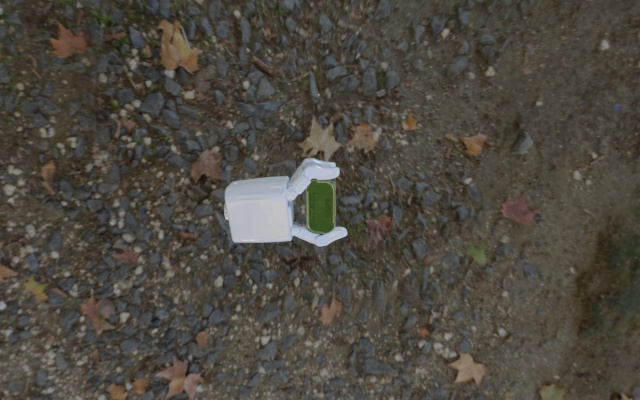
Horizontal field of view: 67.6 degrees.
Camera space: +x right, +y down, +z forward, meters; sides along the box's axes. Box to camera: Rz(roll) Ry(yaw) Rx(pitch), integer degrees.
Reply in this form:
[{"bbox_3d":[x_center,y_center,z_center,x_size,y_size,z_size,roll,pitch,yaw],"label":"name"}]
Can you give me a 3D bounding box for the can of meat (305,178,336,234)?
[{"bbox_3d":[0.000,0.003,0.856,0.057,0.102,0.084,0,13,0],"label":"can of meat"}]
